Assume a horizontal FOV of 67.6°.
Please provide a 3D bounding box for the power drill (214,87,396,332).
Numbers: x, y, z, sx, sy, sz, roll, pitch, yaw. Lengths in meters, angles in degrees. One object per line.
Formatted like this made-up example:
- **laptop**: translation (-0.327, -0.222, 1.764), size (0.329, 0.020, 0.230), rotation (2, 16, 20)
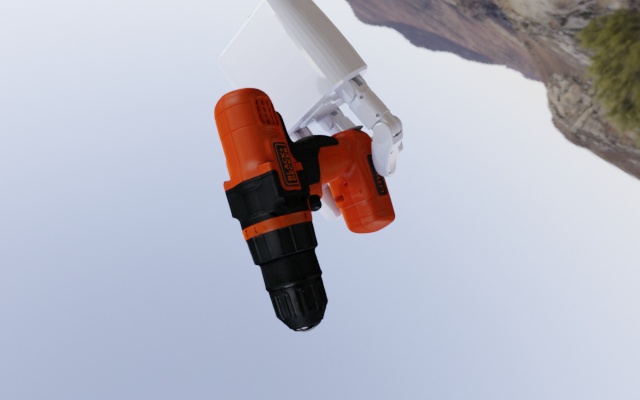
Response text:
- **power drill**: translation (0.000, 0.001, 0.411), size (0.057, 0.184, 0.187), rotation (-19, -6, 29)
